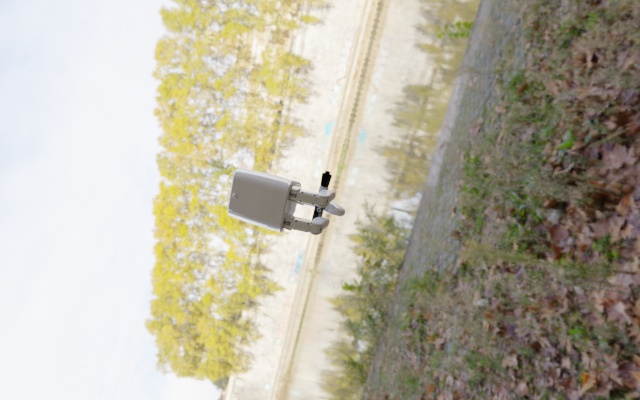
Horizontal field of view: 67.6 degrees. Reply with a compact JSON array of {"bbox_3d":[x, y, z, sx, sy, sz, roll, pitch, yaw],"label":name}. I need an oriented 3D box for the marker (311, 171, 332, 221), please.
[{"bbox_3d":[0.000,0.003,0.894,0.020,0.121,0.020,12,18,-4],"label":"marker"}]
